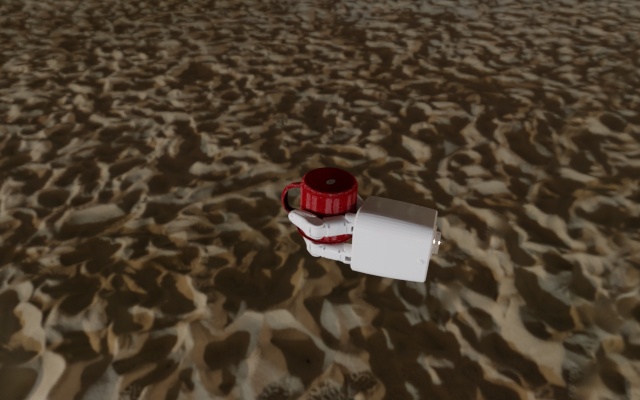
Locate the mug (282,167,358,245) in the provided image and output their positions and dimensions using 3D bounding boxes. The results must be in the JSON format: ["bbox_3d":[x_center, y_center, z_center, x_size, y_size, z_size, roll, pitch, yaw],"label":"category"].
[{"bbox_3d":[-0.001,0.002,0.699,0.117,0.082,0.093,11,34,12],"label":"mug"}]
